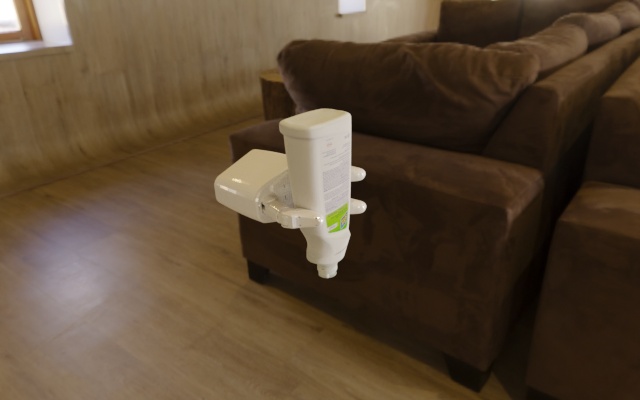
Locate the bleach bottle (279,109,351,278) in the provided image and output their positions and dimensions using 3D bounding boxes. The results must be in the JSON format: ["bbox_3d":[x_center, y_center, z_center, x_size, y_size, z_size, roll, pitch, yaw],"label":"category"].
[{"bbox_3d":[0.000,0.002,0.687,0.068,0.251,0.102,18,32,38],"label":"bleach bottle"}]
